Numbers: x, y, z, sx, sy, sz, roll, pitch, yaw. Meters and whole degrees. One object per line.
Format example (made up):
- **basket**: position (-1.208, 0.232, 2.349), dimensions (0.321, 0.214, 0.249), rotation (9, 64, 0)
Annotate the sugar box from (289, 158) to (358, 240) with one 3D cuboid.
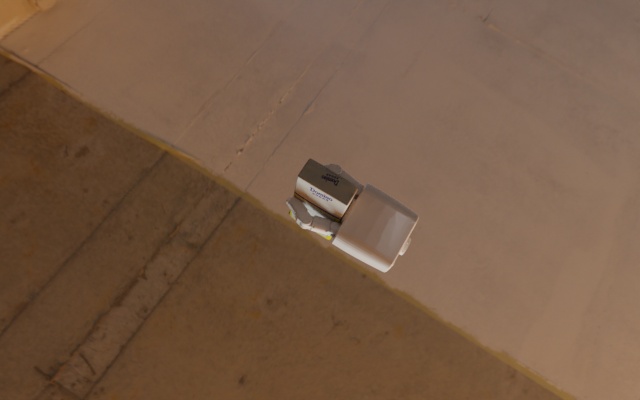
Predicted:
- **sugar box**: position (0.001, 0.002, 0.819), dimensions (0.093, 0.048, 0.176), rotation (31, -26, 4)
